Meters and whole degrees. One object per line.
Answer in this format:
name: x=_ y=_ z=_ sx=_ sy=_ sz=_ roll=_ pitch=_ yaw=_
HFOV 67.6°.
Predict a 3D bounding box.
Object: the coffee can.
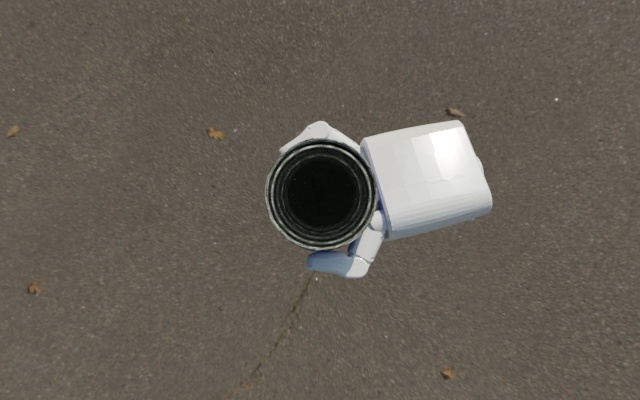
coffee can: x=0.000 y=0.002 z=0.496 sx=0.103 sy=0.103 sz=0.140 roll=0 pitch=-6 yaw=0
